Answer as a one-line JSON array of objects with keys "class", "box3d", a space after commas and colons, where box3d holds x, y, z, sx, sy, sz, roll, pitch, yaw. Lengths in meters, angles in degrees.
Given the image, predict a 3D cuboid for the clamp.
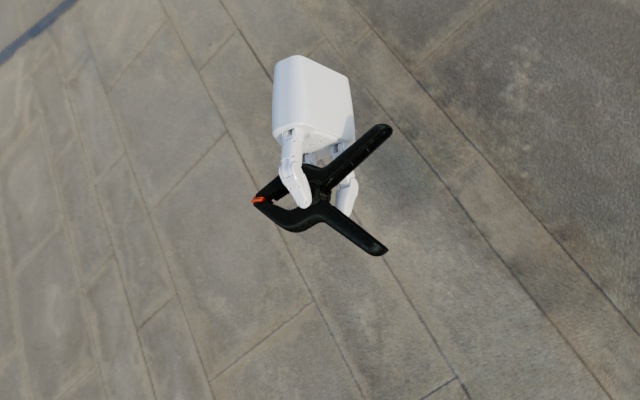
[{"class": "clamp", "box3d": [-0.001, 0.002, 0.610, 0.210, 0.164, 0.036, -14, -25, 30]}]
